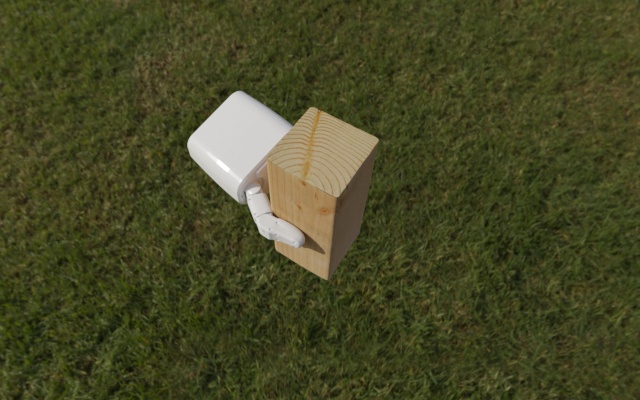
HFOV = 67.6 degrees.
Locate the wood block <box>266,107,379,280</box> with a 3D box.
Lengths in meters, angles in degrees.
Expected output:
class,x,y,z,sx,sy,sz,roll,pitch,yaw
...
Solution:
class,x,y,z,sx,sy,sz,roll,pitch,yaw
wood block,0.000,0.002,0.583,0.090,0.090,0.206,29,-29,16
